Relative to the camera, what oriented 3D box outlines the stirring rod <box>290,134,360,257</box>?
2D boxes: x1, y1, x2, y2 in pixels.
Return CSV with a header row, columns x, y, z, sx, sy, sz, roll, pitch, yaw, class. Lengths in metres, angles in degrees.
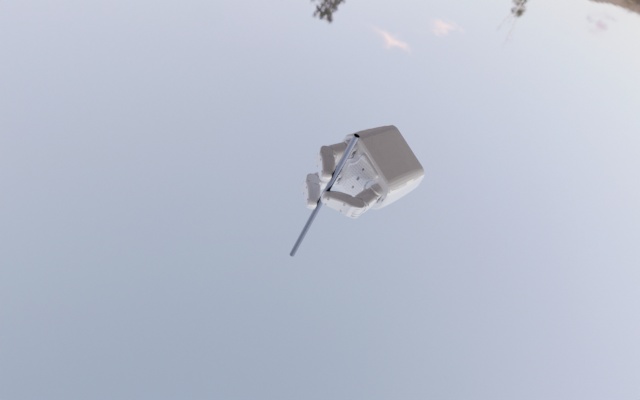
x,y,z,sx,sy,sz,roll,pitch,yaw,class
0.000,0.002,0.661,0.011,0.011,0.240,0,-43,-30,stirring rod
